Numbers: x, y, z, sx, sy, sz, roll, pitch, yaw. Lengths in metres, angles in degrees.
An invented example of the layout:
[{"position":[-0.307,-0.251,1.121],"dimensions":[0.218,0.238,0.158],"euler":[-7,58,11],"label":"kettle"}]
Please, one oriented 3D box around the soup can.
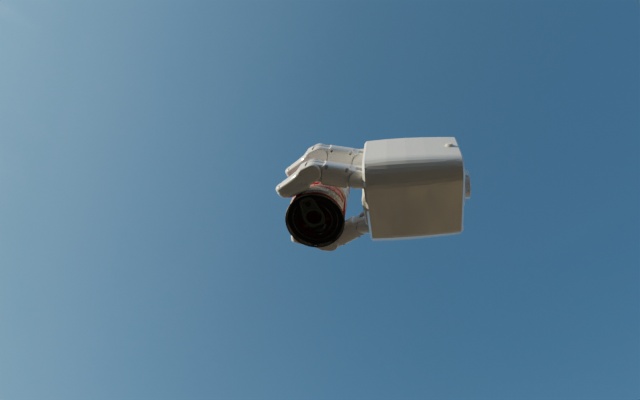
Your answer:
[{"position":[0.000,0.002,0.580],"dimensions":[0.068,0.068,0.102],"euler":[0,26,8],"label":"soup can"}]
